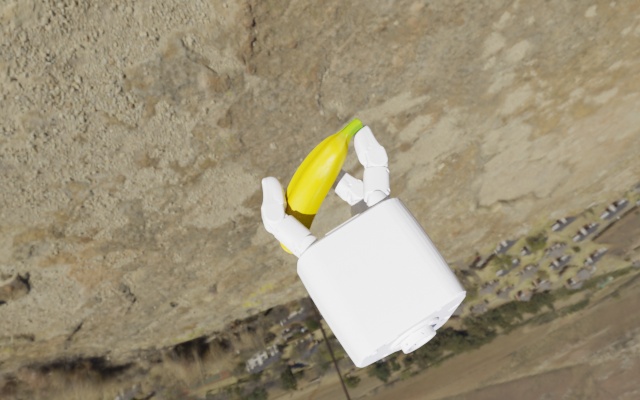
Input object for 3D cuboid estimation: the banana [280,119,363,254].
[{"bbox_3d":[-0.012,0.004,0.506,0.069,0.037,0.198,-18,-32,-41],"label":"banana"}]
